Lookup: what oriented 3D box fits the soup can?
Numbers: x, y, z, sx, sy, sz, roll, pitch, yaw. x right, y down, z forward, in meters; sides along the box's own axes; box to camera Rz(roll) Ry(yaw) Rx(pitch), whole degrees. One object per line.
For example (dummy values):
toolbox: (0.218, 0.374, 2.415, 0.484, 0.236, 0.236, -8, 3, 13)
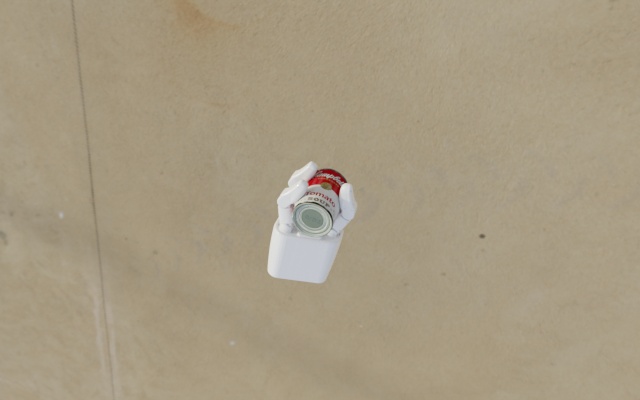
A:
soup can: (0.000, 0.002, 0.761, 0.068, 0.068, 0.102, 0, 34, 19)
